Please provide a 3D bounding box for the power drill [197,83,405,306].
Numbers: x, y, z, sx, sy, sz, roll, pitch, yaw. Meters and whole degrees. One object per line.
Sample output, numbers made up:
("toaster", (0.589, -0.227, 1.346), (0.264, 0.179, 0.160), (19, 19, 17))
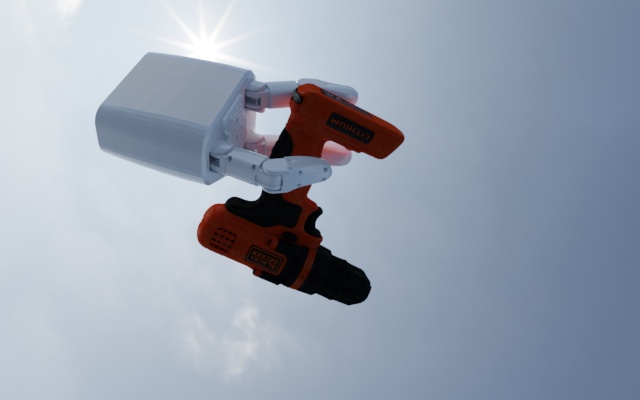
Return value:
("power drill", (0.000, 0.001, 0.451), (0.184, 0.188, 0.057), (25, 16, -15))
